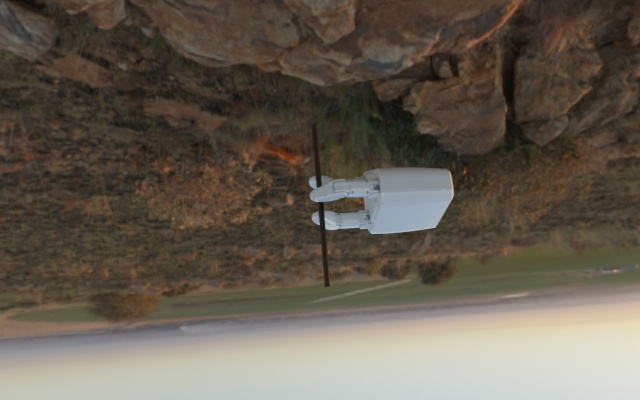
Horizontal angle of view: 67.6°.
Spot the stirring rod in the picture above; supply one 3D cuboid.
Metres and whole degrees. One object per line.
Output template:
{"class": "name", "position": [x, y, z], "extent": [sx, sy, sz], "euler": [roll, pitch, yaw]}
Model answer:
{"class": "stirring rod", "position": [0.000, 0.002, 0.685], "extent": [0.011, 0.239, 0.011], "euler": [-4, -15, -1]}
